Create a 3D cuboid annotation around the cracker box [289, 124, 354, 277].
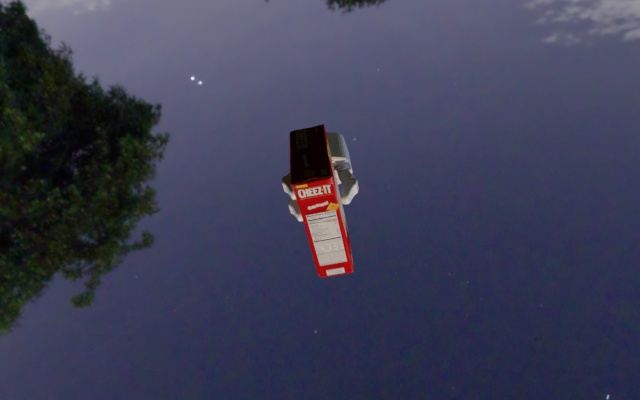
[{"bbox_3d":[0.000,0.003,0.836,0.072,0.214,0.164,-12,38,4],"label":"cracker box"}]
